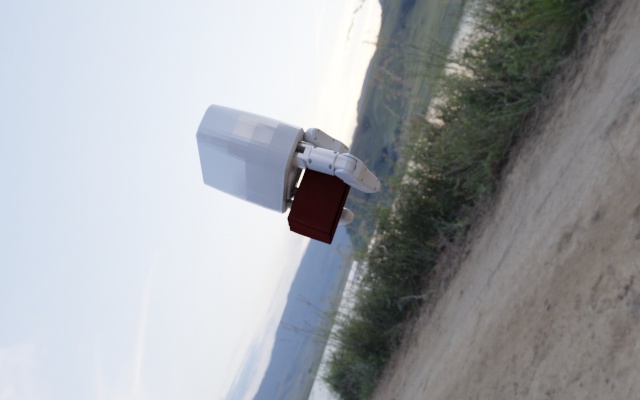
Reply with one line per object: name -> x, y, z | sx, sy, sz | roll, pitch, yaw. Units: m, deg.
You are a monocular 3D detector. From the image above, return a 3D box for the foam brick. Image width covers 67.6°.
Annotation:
foam brick -> 0.000, 0.002, 0.530 | 0.051, 0.078, 0.053 | 18, -18, 5
